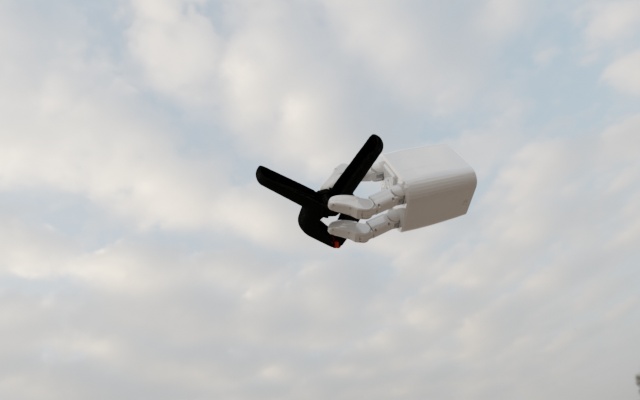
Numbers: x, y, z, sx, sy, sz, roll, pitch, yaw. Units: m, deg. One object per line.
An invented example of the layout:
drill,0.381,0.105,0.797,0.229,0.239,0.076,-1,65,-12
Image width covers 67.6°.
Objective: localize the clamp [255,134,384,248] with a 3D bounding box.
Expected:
clamp,0.000,0.002,0.664,0.164,0.036,0.210,-11,-39,-8
